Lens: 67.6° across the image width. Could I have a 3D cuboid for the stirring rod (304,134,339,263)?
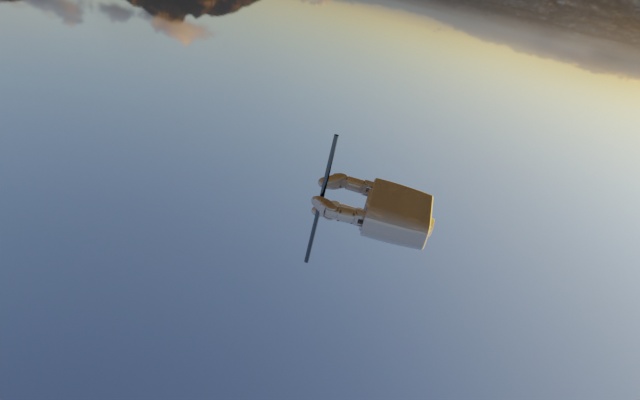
[{"bbox_3d":[0.000,0.003,0.812,0.011,0.240,0.011,11,23,-5],"label":"stirring rod"}]
